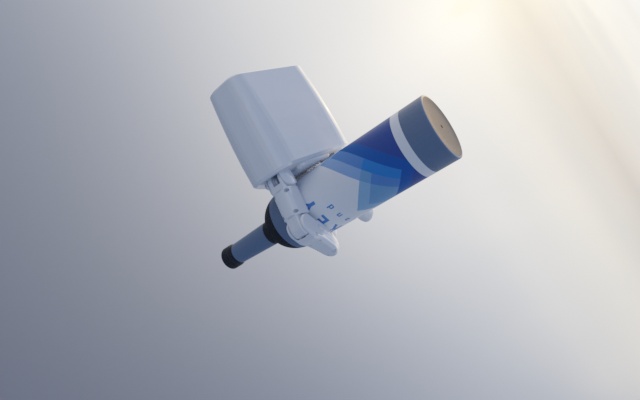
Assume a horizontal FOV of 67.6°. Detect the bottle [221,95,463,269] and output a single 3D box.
[{"bbox_3d":[0.000,0.002,0.497,0.296,0.069,0.069,-32,-17,30],"label":"bottle"}]
